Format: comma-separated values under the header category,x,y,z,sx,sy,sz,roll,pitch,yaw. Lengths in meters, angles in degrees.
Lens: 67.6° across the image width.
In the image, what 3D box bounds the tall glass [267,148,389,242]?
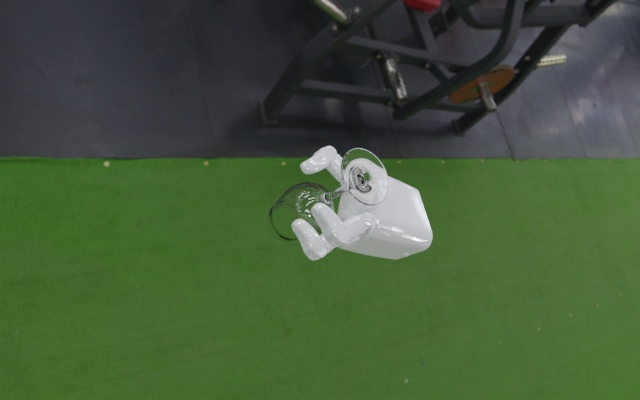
category,x,y,z,sx,sy,sz,roll,pitch,yaw
tall glass,0.000,0.002,0.653,0.079,0.079,0.201,0,-18,-36
